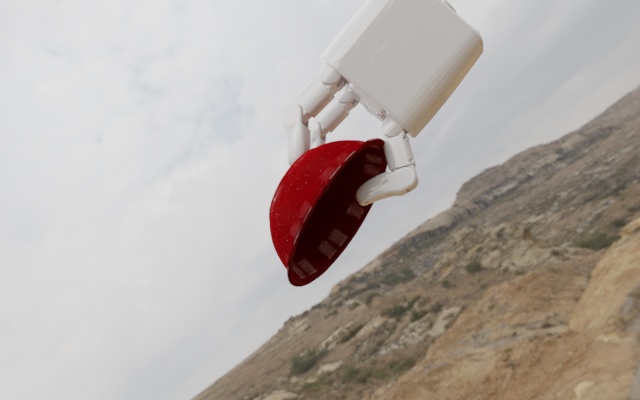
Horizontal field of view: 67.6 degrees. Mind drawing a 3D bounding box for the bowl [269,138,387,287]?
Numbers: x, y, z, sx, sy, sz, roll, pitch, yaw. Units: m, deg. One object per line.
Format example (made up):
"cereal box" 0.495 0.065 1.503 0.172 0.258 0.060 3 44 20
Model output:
"bowl" -0.001 0.002 0.463 0.055 0.162 0.162 31 12 20
